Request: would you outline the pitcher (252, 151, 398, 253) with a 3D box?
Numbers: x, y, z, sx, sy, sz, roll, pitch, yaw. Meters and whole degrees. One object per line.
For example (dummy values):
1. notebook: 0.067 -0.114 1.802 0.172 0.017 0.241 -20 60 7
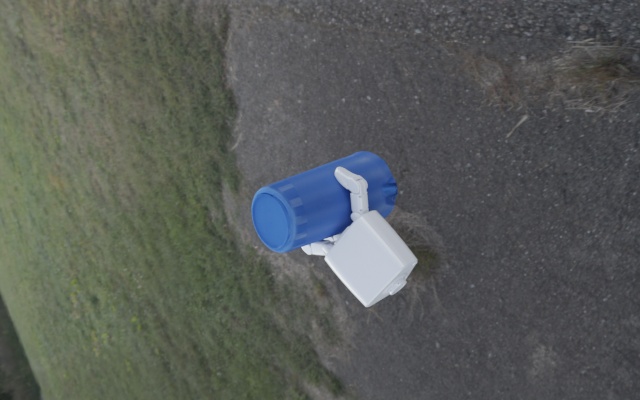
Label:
1. pitcher: 0.000 0.003 0.819 0.243 0.145 0.149 -19 -30 -41
